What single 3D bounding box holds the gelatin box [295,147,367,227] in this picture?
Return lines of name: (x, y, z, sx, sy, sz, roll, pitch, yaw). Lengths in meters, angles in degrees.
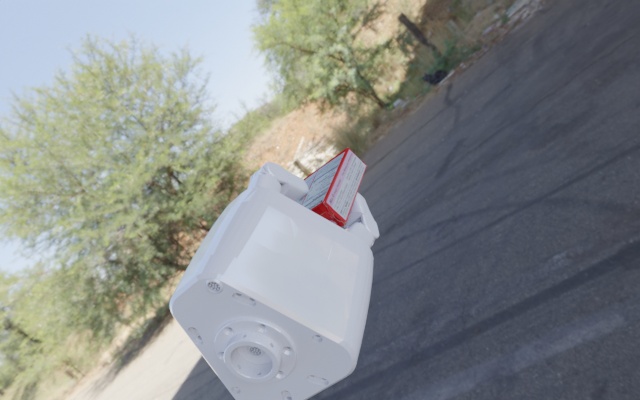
gelatin box: (0.000, 0.001, 0.435, 0.073, 0.030, 0.089, -34, 21, 37)
